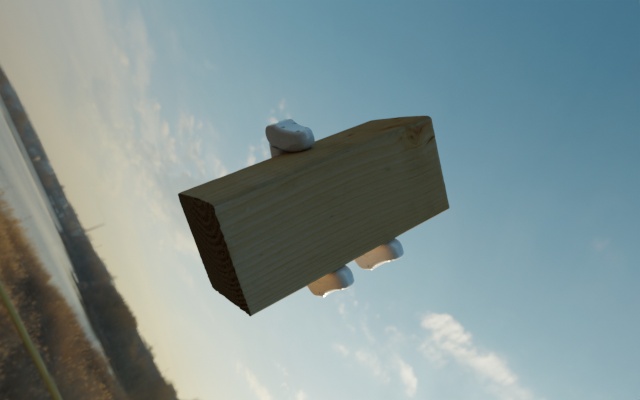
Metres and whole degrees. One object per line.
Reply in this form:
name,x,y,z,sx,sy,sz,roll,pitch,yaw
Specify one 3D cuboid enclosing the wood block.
wood block,0.000,0.001,0.411,0.206,0.091,0.090,-25,18,-27
